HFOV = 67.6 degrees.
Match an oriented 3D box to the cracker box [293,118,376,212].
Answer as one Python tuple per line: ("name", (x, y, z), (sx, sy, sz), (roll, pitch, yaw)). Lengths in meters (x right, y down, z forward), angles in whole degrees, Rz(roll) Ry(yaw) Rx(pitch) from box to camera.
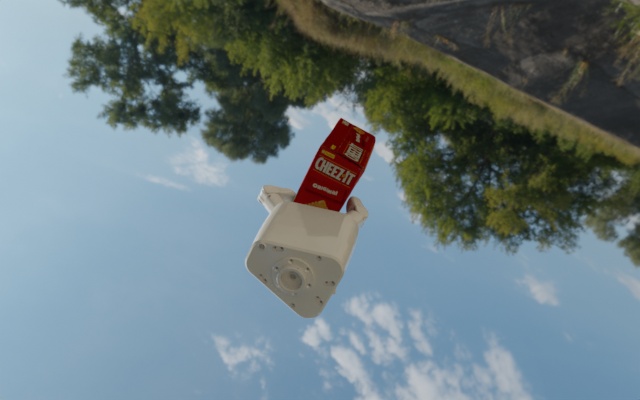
("cracker box", (0.000, 0.002, 0.704), (0.072, 0.214, 0.164), (28, 25, 0))
